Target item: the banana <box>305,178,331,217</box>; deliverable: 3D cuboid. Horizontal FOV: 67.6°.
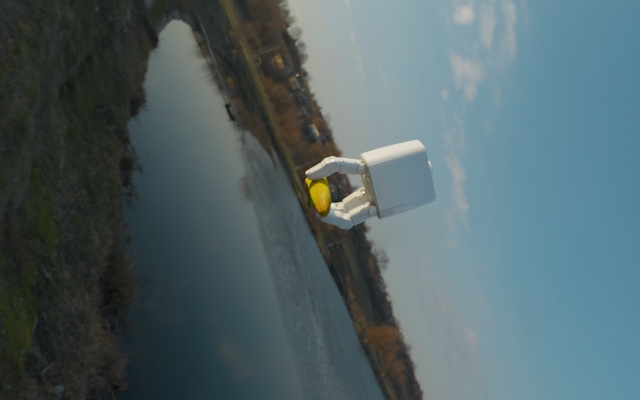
[{"bbox_3d":[-0.004,-0.016,0.847,0.037,0.069,0.198,-11,5,-5],"label":"banana"}]
